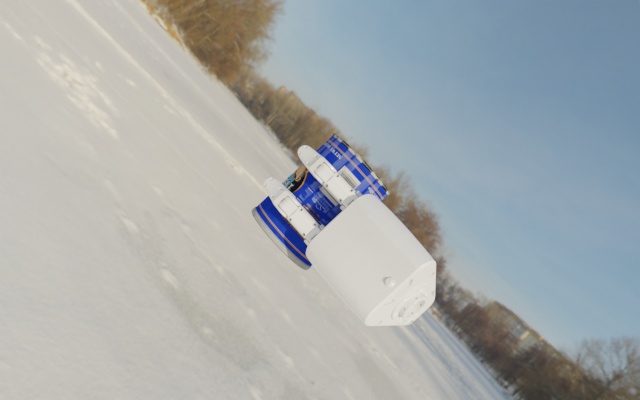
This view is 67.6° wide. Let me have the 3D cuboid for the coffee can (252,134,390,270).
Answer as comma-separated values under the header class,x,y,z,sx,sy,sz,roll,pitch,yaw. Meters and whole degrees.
class,x,y,z,sx,sy,sz,roll,pitch,yaw
coffee can,0.000,0.002,0.594,0.140,0.103,0.103,-43,-2,2
